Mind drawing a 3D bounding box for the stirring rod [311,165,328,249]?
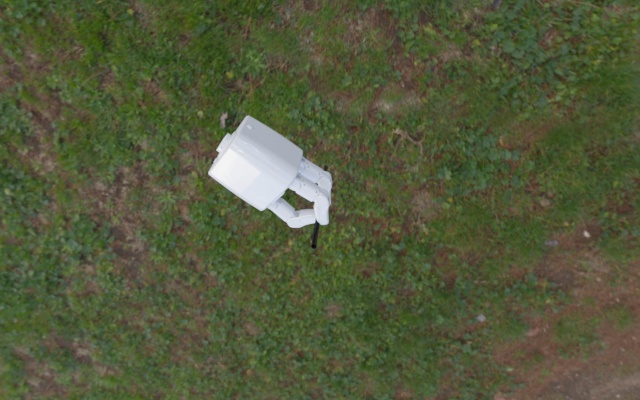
[{"bbox_3d":[0.000,0.003,0.809,0.011,0.011,0.239,0,33,6],"label":"stirring rod"}]
